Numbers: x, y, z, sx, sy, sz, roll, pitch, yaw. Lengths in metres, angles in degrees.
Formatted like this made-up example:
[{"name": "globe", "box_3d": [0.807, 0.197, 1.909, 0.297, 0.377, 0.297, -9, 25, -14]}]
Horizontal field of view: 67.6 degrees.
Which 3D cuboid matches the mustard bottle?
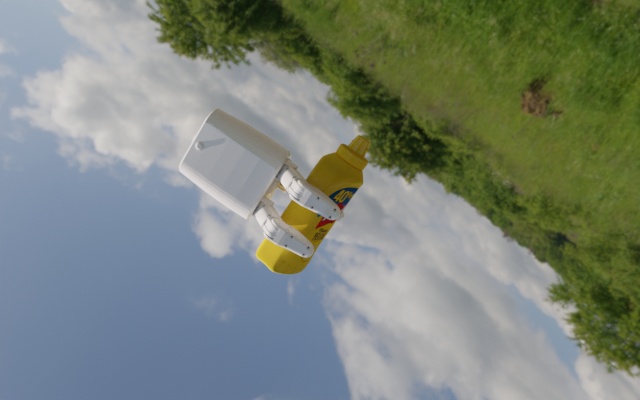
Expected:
[{"name": "mustard bottle", "box_3d": [0.000, 0.002, 0.595, 0.058, 0.192, 0.096, 39, 14, 21]}]
